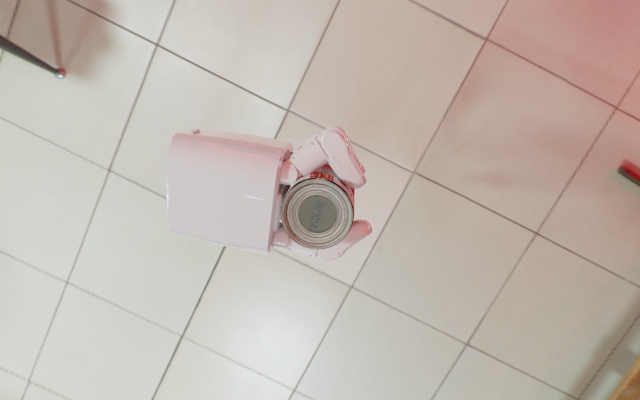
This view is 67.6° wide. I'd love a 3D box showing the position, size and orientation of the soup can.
[{"bbox_3d":[0.001,0.002,0.472,0.068,0.068,0.102,0,13,4],"label":"soup can"}]
